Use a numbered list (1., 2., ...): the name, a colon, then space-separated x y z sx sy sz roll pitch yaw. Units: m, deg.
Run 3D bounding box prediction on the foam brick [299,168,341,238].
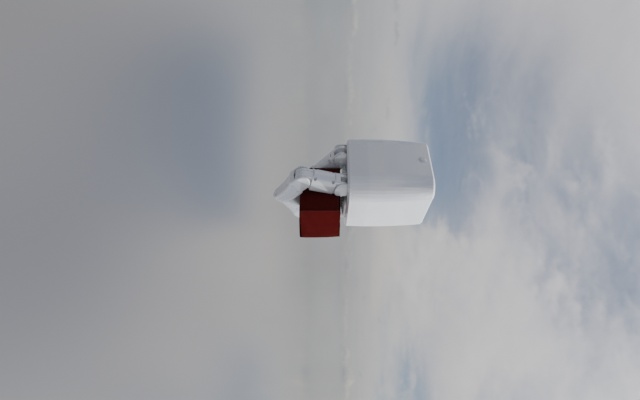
1. foam brick: 0.000 0.002 0.611 0.051 0.078 0.053 1 -43 0
